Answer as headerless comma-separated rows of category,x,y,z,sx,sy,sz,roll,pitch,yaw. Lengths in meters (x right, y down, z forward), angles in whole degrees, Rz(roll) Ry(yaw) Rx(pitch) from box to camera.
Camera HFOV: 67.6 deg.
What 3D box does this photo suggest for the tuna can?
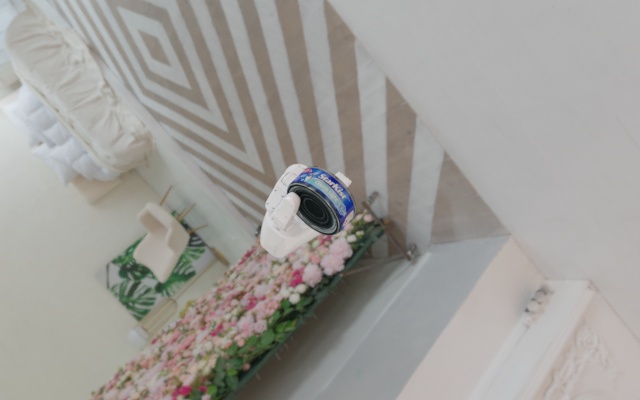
tuna can,0.000,0.002,0.584,0.033,0.086,0.086,-45,26,-29
